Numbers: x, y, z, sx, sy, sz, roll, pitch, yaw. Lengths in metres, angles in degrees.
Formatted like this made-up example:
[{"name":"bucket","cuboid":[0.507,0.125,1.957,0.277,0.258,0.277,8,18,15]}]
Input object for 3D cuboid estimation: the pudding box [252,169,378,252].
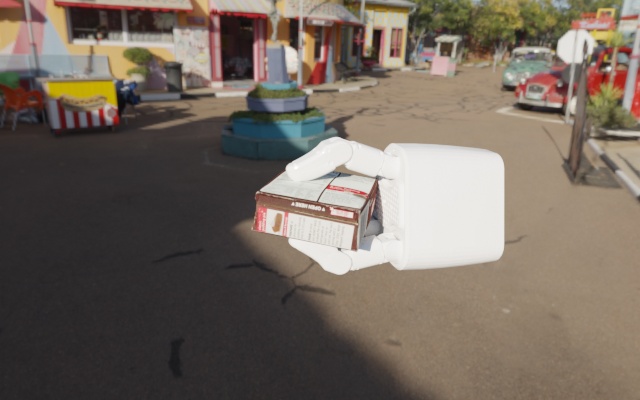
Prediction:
[{"name":"pudding box","cuboid":[0.000,0.001,0.429,0.090,0.039,0.113,10,17,10]}]
